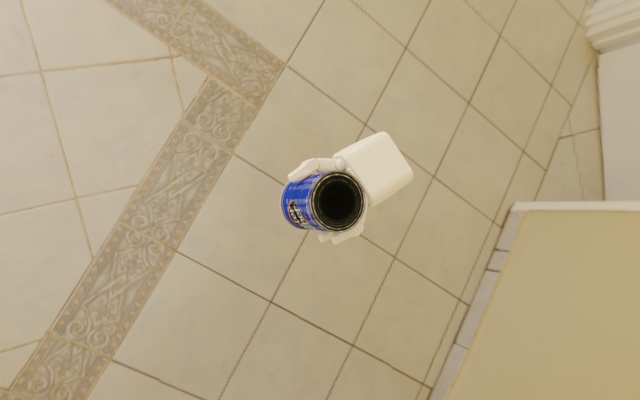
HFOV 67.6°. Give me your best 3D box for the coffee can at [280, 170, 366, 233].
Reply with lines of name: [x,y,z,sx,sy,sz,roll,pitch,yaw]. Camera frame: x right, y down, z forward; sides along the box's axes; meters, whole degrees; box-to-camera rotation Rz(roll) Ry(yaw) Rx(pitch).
coffee can: [0.000,0.003,0.836,0.103,0.103,0.140,0,-1,-25]
